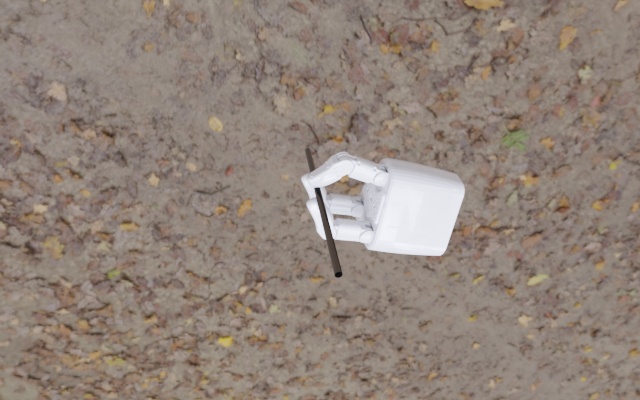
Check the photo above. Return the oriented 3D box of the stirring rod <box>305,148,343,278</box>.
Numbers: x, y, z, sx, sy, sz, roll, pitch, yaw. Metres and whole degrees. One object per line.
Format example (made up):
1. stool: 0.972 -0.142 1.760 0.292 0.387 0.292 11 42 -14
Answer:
1. stirring rod: 0.000 0.002 0.560 0.011 0.011 0.239 0 36 -10
